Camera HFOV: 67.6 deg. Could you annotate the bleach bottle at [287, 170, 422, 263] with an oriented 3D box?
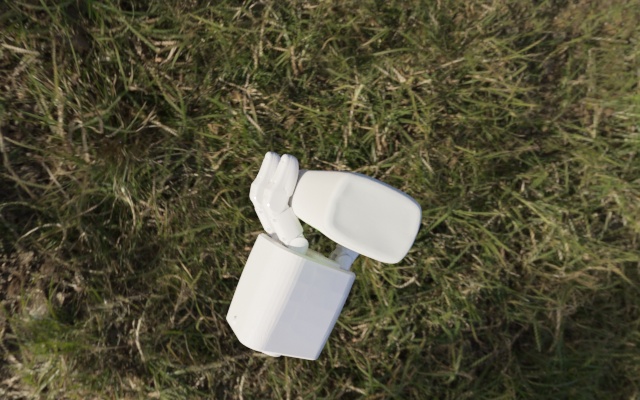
[{"bbox_3d":[0.000,0.002,0.539,0.102,0.068,0.251,25,-4,-23],"label":"bleach bottle"}]
